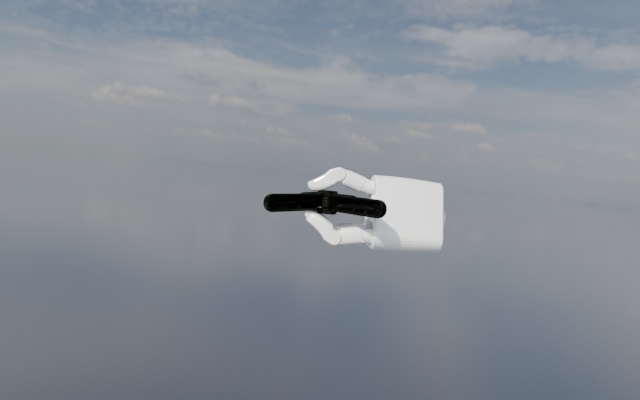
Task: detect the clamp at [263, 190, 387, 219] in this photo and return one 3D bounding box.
[{"bbox_3d":[0.000,0.002,0.722,0.164,0.036,0.210,4,3,-4],"label":"clamp"}]
